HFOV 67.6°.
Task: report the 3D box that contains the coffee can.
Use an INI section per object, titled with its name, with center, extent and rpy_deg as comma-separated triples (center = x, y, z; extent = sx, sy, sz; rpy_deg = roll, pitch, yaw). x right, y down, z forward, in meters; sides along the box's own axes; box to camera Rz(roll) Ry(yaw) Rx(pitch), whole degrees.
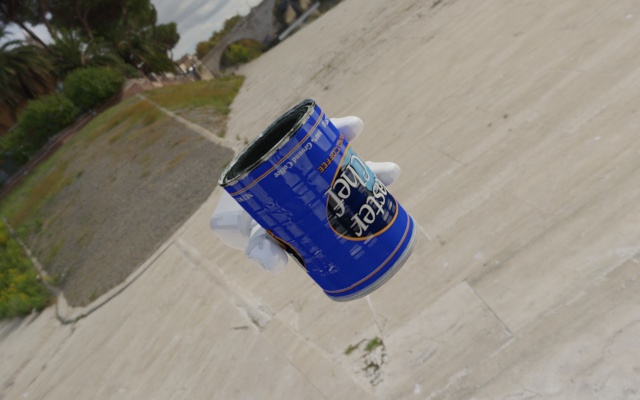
[coffee can]
center = 0.000, 0.001, 0.402
extent = 0.103, 0.140, 0.102
rpy_deg = -37, 19, 15
